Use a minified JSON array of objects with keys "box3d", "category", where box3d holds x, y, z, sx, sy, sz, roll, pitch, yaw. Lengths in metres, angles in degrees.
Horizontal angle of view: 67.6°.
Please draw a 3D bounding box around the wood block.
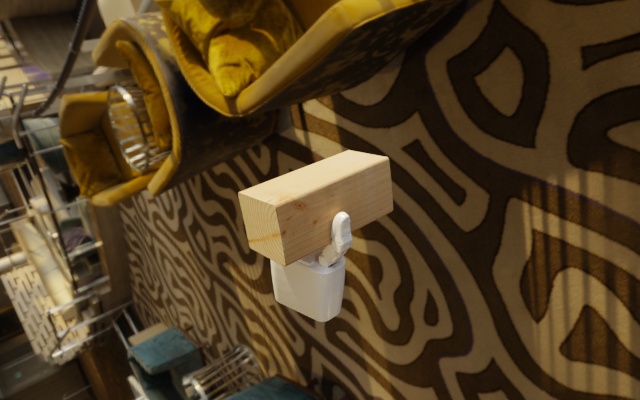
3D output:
[{"box3d":[0.000,0.003,0.686,0.206,0.090,0.091,-24,28,-34],"category":"wood block"}]
